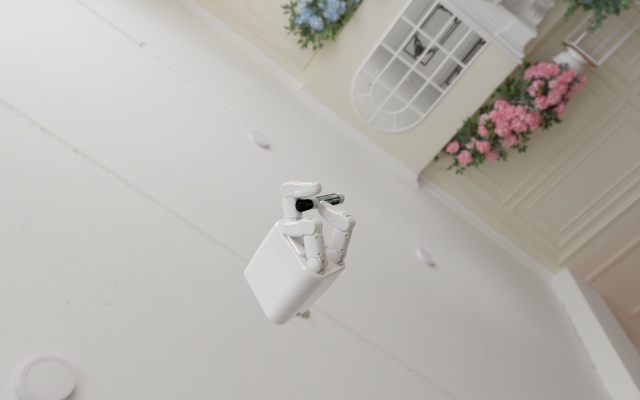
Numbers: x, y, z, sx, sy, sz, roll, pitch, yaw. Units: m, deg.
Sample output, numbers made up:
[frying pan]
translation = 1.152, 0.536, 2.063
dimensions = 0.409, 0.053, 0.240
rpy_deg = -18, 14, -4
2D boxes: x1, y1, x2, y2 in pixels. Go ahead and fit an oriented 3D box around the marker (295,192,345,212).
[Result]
[marker]
translation = 0.000, 0.002, 0.706
dimensions = 0.020, 0.020, 0.121
rpy_deg = 0, 5, 30
